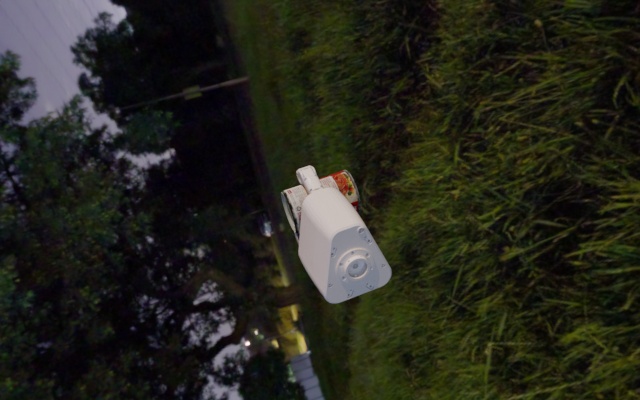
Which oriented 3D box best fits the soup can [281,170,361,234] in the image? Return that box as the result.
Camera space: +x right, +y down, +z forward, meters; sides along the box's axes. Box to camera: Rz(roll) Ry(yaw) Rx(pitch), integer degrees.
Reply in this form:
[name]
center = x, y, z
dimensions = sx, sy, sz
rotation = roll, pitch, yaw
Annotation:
[soup can]
center = 0.000, 0.002, 0.707
dimensions = 0.102, 0.068, 0.068
rotation = -19, 3, -10
